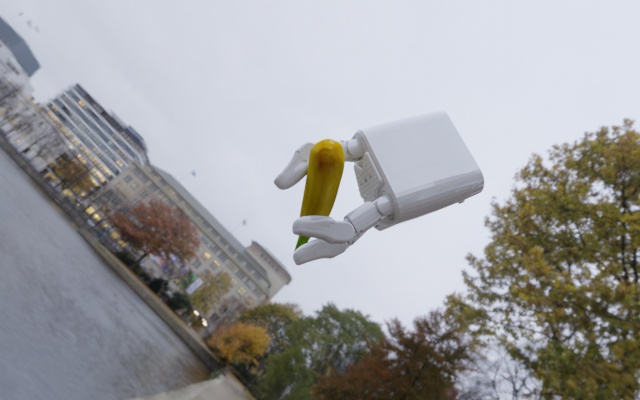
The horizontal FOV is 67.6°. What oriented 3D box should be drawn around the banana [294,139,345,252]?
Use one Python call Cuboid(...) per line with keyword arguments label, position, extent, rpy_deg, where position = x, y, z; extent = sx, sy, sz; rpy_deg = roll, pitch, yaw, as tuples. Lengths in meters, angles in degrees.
Cuboid(label="banana", position=(0.002, -0.012, 0.490), extent=(0.037, 0.069, 0.198), rpy_deg=(9, -32, -3))
